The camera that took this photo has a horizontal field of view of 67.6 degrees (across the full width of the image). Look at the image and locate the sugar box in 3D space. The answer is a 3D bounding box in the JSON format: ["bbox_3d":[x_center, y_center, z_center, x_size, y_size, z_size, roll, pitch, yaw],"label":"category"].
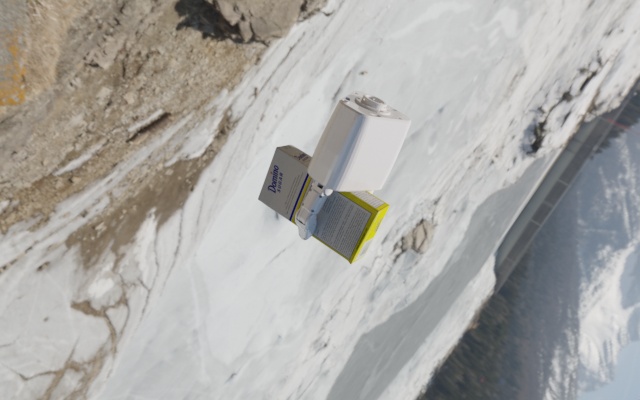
[{"bbox_3d":[0.001,0.002,0.677,0.176,0.093,0.048,35,28,22],"label":"sugar box"}]
